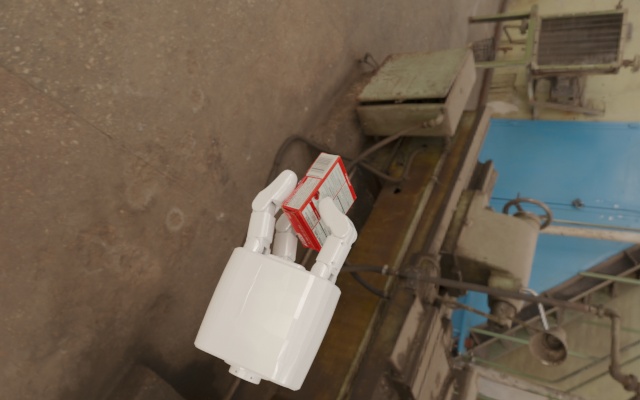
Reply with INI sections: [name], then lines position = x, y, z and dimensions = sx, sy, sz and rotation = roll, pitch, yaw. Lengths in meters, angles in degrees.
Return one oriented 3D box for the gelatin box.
[gelatin box]
position = 0.001, 0.002, 0.548
dimensions = 0.030, 0.089, 0.073
rotation = 16, -32, 35
